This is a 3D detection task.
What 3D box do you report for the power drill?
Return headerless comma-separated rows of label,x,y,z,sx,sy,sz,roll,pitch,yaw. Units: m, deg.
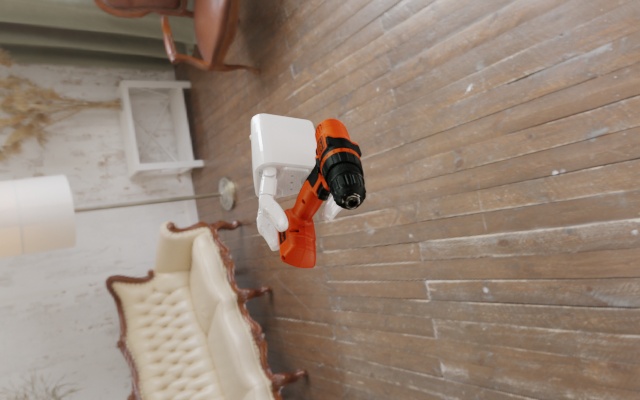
power drill,0.000,0.002,0.653,0.057,0.188,0.184,17,32,-18
